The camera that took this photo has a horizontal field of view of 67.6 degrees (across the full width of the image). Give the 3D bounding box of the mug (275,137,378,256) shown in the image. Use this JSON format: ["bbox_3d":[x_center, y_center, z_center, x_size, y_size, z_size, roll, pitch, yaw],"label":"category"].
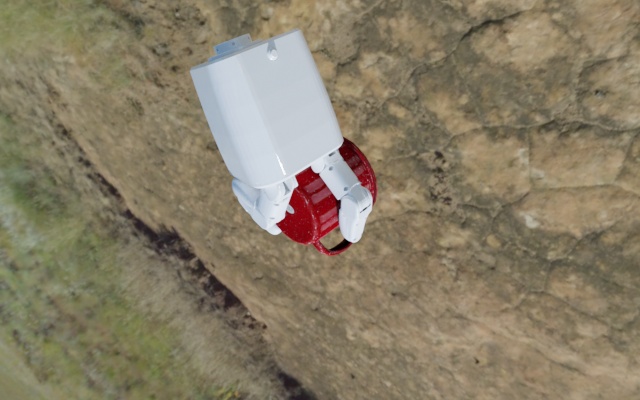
[{"bbox_3d":[0.000,0.003,0.483,0.081,0.117,0.093,-34,23,-33],"label":"mug"}]
